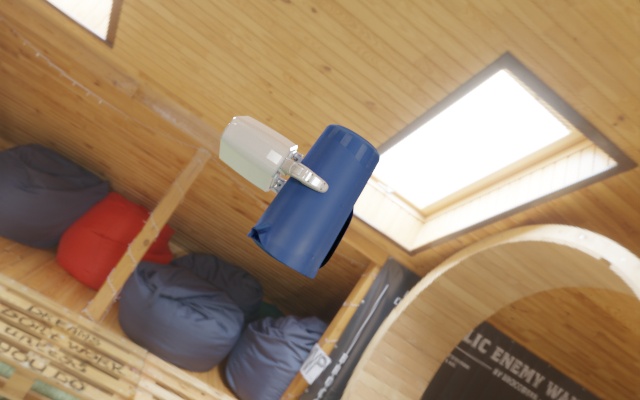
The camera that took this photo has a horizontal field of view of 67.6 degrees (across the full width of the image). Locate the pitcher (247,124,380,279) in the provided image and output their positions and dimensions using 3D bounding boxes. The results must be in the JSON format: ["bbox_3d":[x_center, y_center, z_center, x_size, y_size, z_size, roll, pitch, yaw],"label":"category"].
[{"bbox_3d":[0.000,0.003,0.810,0.145,0.243,0.149,33,-4,-1],"label":"pitcher"}]
